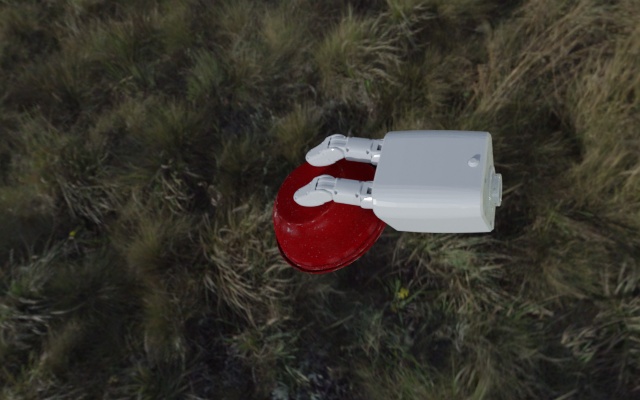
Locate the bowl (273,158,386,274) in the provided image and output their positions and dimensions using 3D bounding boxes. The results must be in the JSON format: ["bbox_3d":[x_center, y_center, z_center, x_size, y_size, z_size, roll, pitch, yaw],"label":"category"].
[{"bbox_3d":[-0.001,0.002,0.567,0.162,0.162,0.055,0,-31,36],"label":"bowl"}]
